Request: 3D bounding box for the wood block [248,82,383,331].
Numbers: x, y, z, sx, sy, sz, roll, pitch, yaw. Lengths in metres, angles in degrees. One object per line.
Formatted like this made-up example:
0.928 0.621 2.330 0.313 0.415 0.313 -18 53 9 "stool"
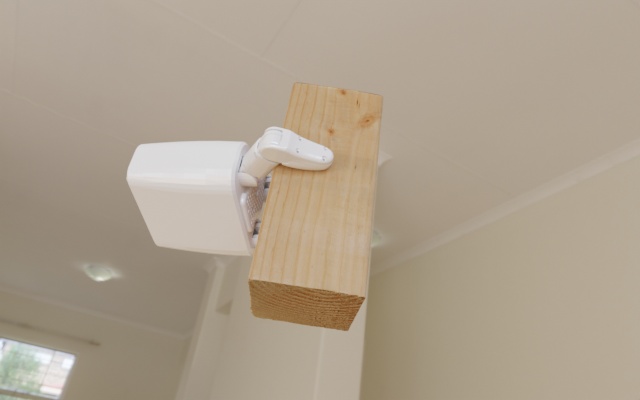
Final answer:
0.000 0.001 0.441 0.090 0.206 0.091 9 -31 0 "wood block"
